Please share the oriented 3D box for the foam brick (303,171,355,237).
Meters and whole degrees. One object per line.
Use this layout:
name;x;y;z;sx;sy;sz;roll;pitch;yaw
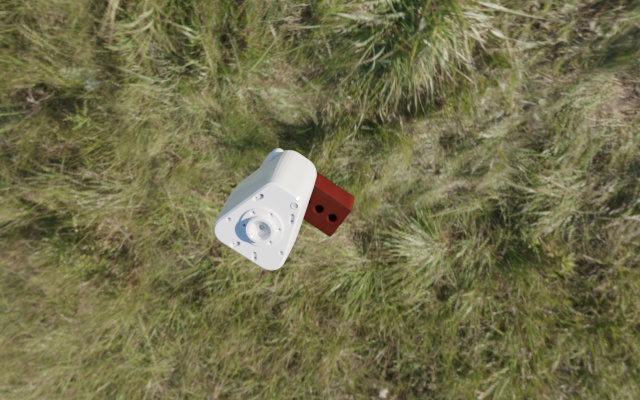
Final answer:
foam brick;0.000;0.002;0.660;0.078;0.053;0.051;33;23;-8
